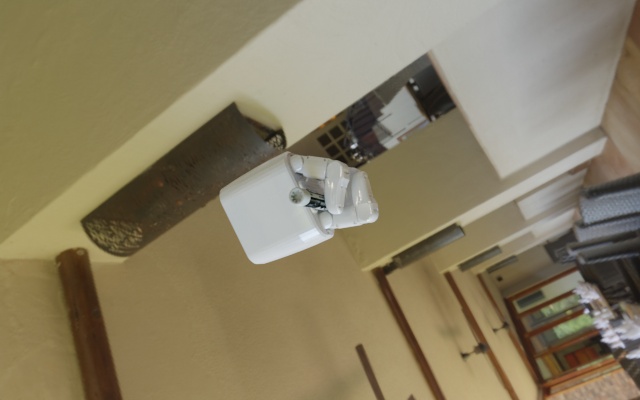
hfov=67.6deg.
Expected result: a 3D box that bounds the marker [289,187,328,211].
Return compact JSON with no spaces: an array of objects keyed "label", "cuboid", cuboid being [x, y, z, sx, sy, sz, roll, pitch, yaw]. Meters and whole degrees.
[{"label":"marker","cuboid":[0.000,0.002,0.554,0.020,0.020,0.121,0,-6,25]}]
